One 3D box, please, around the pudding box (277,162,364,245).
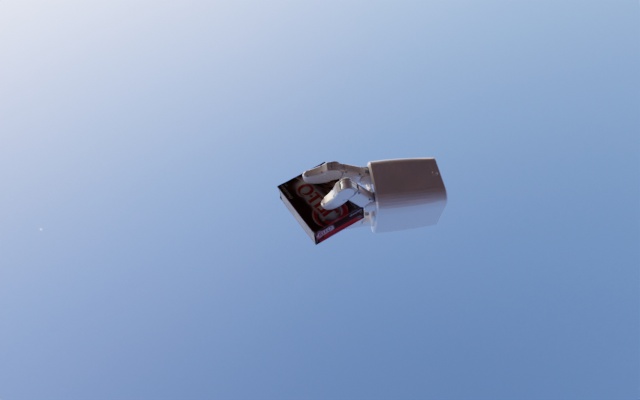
[{"bbox_3d":[0.000,0.002,0.733,0.090,0.039,0.113,-28,52,-18],"label":"pudding box"}]
